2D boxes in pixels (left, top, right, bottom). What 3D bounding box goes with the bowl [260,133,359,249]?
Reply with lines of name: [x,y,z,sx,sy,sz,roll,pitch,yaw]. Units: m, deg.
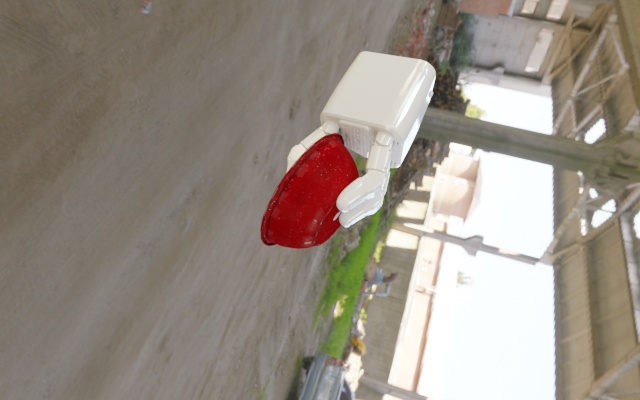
bowl: [0.000,0.003,0.574,0.055,0.162,0.162,35,11,16]
